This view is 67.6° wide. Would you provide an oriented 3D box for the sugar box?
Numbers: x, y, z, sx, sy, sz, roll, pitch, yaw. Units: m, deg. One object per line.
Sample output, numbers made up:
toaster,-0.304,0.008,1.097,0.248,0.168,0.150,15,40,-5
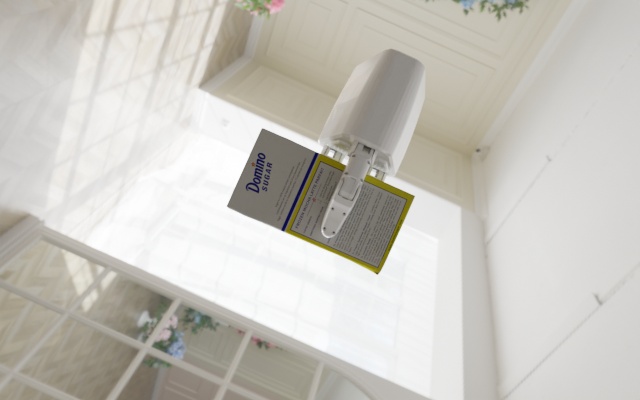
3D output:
sugar box,0.000,0.002,0.511,0.176,0.093,0.048,25,-3,0
